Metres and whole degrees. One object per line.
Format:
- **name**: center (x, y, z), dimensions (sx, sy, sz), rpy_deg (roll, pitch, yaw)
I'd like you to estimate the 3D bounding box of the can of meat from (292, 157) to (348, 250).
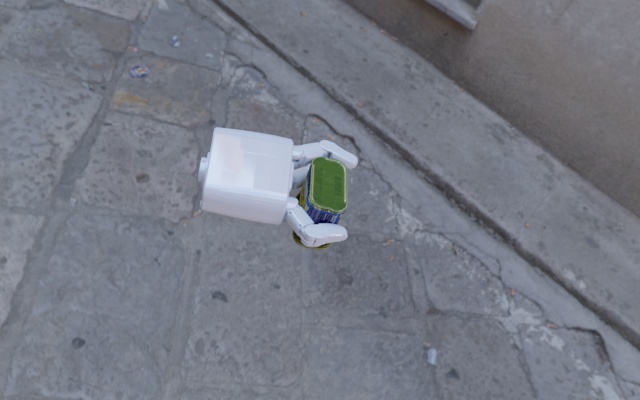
- **can of meat**: center (0.000, 0.002, 0.658), dimensions (0.057, 0.102, 0.084), rpy_deg (11, -43, -11)
